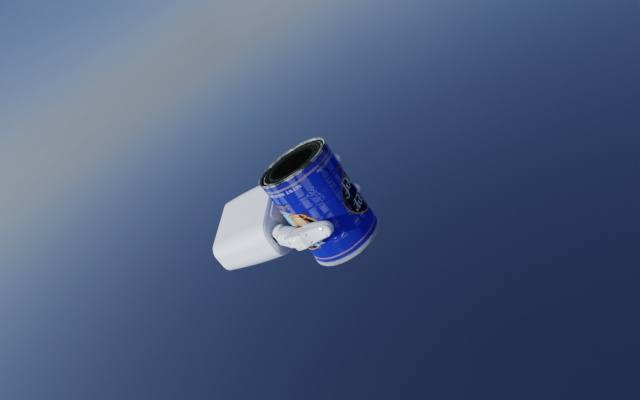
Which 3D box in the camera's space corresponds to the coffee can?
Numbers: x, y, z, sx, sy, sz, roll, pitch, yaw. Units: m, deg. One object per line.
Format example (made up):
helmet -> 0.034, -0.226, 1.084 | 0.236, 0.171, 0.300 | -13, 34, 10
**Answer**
coffee can -> 0.000, 0.002, 0.636 | 0.103, 0.140, 0.102 | -30, 23, 14
